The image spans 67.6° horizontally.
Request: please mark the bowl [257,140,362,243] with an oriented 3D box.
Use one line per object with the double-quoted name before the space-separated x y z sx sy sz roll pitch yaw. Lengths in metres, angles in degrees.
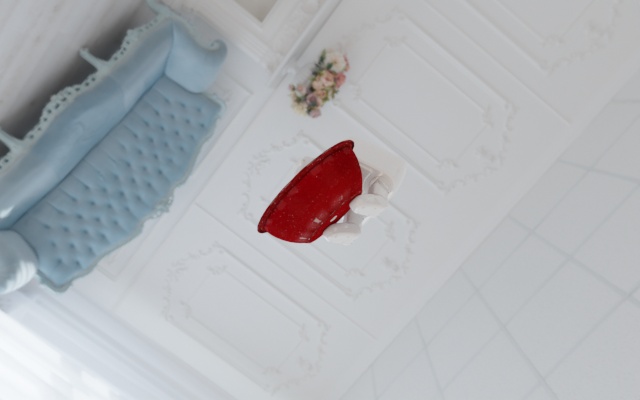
"bowl" 0.000 0.003 0.585 0.162 0.055 0.162 -42 -10 -9
